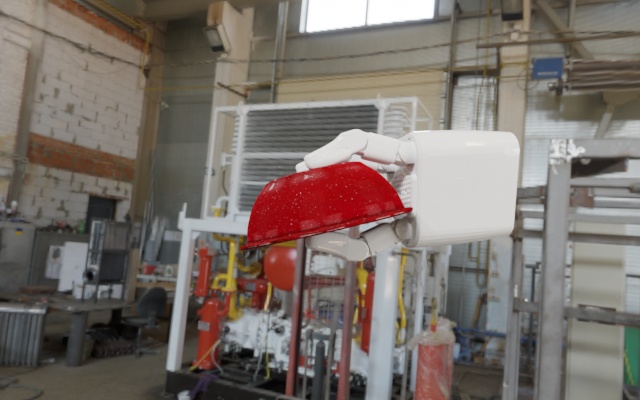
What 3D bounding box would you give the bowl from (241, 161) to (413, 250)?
[{"bbox_3d":[-0.001,0.001,0.441,0.162,0.055,0.162,-13,-2,0],"label":"bowl"}]
